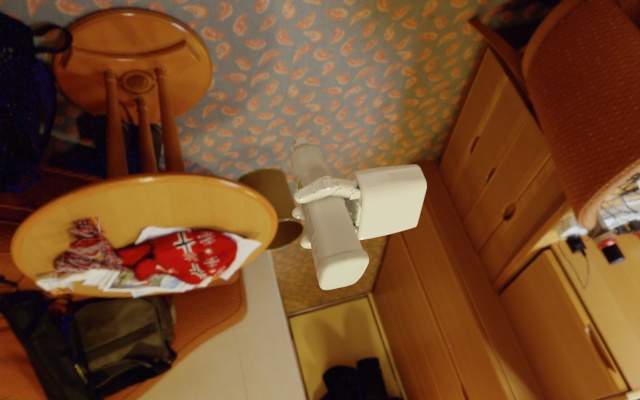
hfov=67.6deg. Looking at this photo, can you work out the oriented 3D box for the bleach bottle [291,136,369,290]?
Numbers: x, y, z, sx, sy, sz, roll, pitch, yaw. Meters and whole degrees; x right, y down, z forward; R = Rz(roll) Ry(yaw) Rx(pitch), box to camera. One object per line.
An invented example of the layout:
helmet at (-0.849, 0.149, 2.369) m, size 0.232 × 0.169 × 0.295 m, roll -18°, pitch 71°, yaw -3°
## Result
bleach bottle at (0.000, 0.002, 0.732) m, size 0.068 × 0.250 × 0.103 m, roll -9°, pitch -29°, yaw -14°
